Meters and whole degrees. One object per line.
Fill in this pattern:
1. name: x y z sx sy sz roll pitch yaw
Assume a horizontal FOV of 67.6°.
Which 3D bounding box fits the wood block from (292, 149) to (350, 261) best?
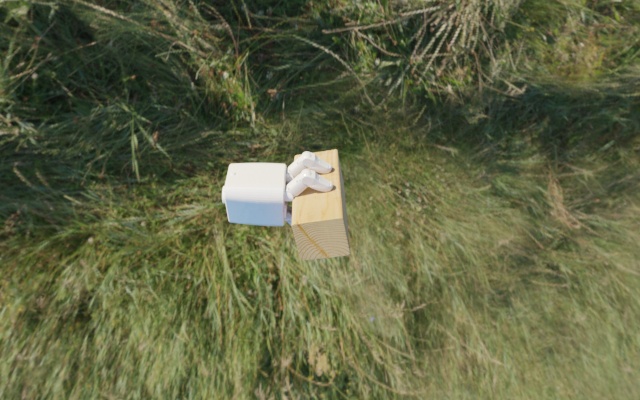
1. wood block: 0.000 0.003 0.890 0.090 0.091 0.206 -8 39 5
